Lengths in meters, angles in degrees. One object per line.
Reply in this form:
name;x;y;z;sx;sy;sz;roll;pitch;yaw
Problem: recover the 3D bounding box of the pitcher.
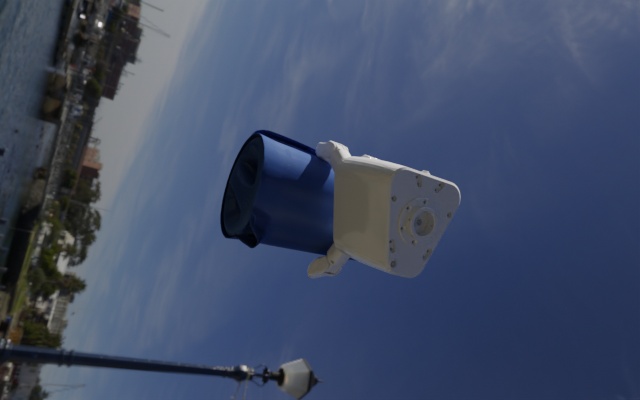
pitcher;0.000;0.002;0.636;0.243;0.149;0.145;17;-1;-27
